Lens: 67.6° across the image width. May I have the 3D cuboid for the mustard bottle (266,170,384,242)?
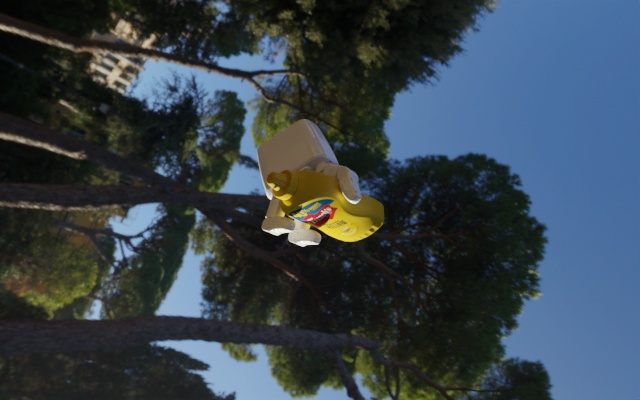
[{"bbox_3d":[0.000,0.003,0.694,0.096,0.058,0.192,-24,-37,38],"label":"mustard bottle"}]
